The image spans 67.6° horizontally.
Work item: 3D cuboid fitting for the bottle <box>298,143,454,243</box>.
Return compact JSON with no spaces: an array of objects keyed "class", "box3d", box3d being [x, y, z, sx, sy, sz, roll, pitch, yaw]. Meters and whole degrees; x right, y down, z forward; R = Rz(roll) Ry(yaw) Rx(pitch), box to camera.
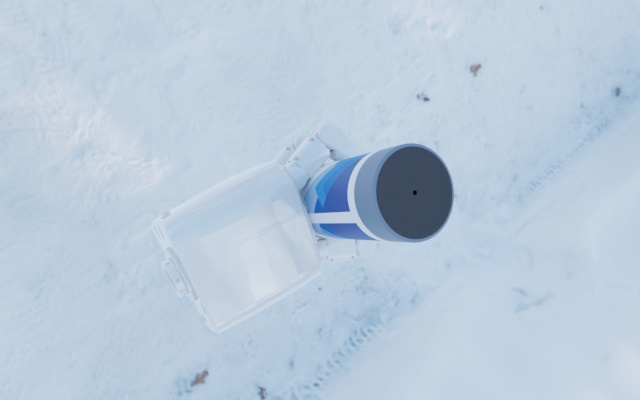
[{"class":"bottle","box3d":[0.000,0.001,0.448,0.069,0.069,0.296,0,-3,-25]}]
